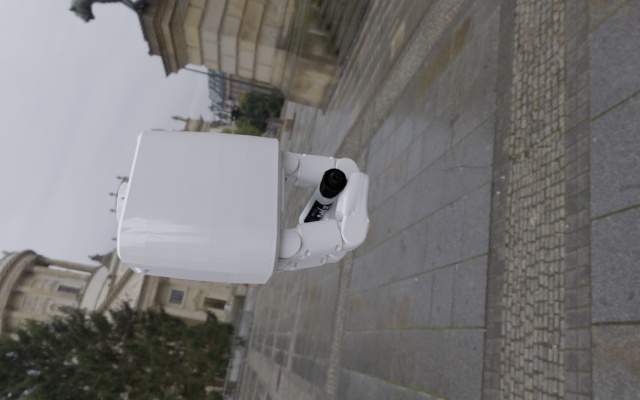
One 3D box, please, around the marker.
[{"bbox_3d":[0.000,0.001,0.406,0.020,0.020,0.121,0,-18,-12],"label":"marker"}]
